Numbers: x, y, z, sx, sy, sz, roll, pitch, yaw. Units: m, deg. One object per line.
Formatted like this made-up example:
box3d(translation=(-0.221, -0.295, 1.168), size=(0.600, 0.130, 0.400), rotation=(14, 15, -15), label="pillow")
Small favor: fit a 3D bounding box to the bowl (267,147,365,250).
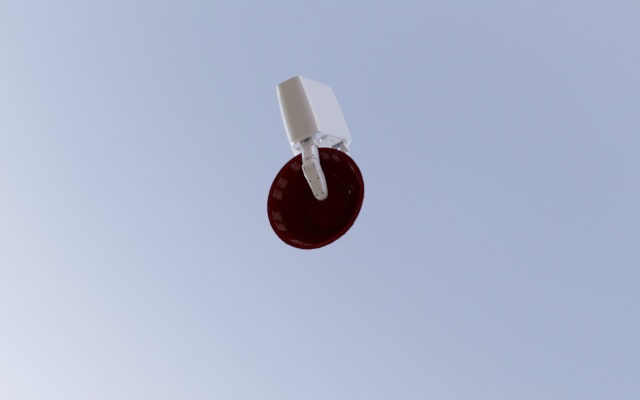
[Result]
box3d(translation=(0.000, 0.004, 0.733), size=(0.162, 0.162, 0.055), rotation=(0, -19, 27), label="bowl")
